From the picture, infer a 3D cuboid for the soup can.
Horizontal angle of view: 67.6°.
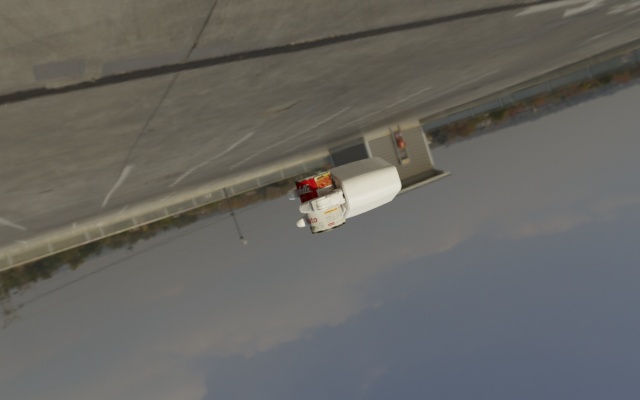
[{"bbox_3d":[0.000,0.003,0.875,0.068,0.102,0.068,-18,4,1],"label":"soup can"}]
